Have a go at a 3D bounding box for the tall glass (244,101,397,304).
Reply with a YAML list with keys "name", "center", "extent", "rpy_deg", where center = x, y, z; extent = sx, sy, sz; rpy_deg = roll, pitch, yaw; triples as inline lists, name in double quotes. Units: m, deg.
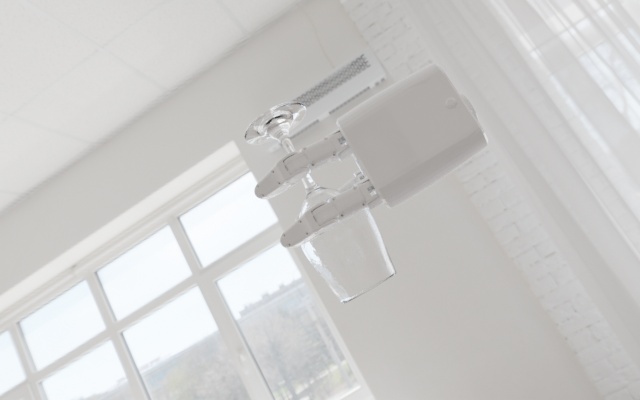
- name: "tall glass"
  center: [0.000, 0.001, 0.487]
  extent: [0.079, 0.201, 0.079]
  rpy_deg: [-28, -13, -7]
